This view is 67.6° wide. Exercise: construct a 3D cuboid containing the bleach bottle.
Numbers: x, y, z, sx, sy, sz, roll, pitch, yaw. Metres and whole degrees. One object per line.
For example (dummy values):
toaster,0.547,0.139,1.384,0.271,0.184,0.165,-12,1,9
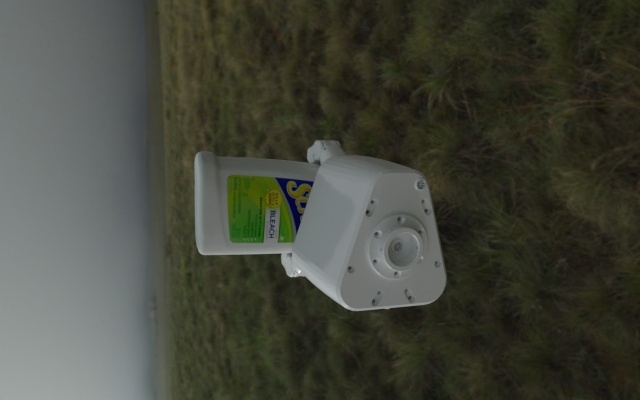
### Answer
bleach bottle,0.000,0.002,0.498,0.251,0.102,0.068,-1,9,-19
